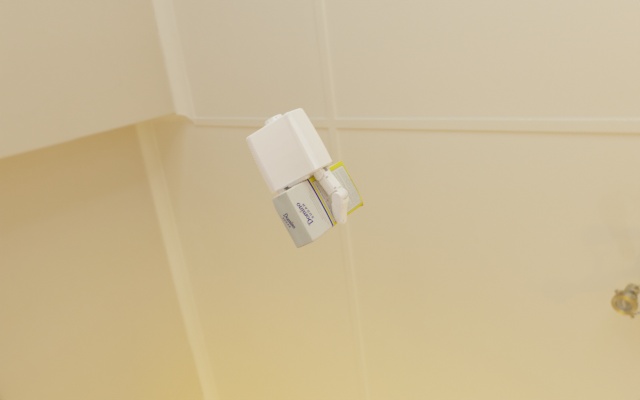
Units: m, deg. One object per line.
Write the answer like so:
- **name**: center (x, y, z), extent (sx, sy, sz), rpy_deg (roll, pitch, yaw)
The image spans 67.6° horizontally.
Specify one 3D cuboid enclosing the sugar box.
- **sugar box**: center (0.000, 0.003, 0.825), extent (0.048, 0.093, 0.176), rpy_deg (-26, 4, 42)
